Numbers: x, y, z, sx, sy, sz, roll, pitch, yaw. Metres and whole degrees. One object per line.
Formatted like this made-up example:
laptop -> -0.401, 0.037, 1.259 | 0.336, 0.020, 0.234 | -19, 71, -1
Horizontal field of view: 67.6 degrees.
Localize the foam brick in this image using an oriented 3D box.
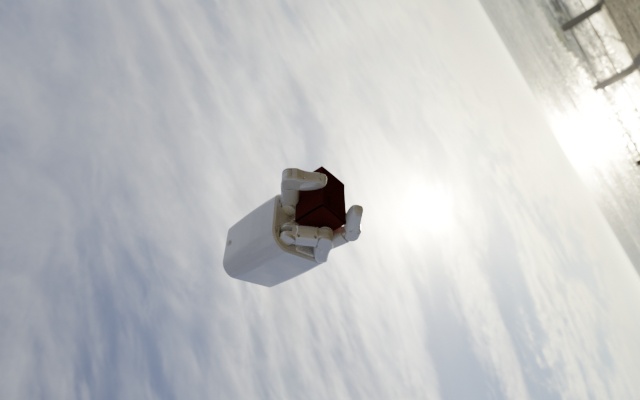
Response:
foam brick -> 0.000, 0.002, 0.668 | 0.051, 0.078, 0.053 | -31, -53, 28
